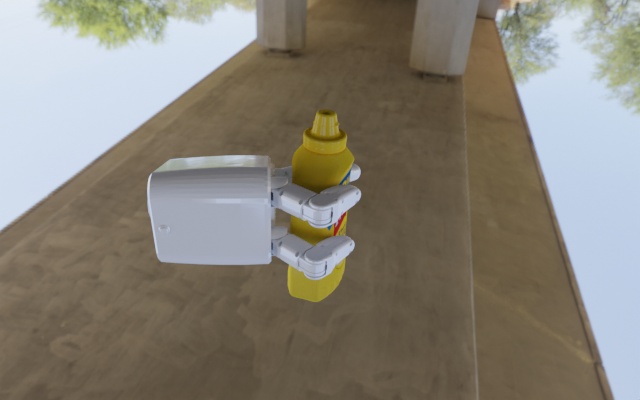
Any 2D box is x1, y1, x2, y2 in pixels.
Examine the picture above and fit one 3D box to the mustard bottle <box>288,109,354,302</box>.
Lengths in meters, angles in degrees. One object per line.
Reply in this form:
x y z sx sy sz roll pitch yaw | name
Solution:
0.000 0.002 0.484 0.058 0.192 0.096 12 32 15 | mustard bottle
